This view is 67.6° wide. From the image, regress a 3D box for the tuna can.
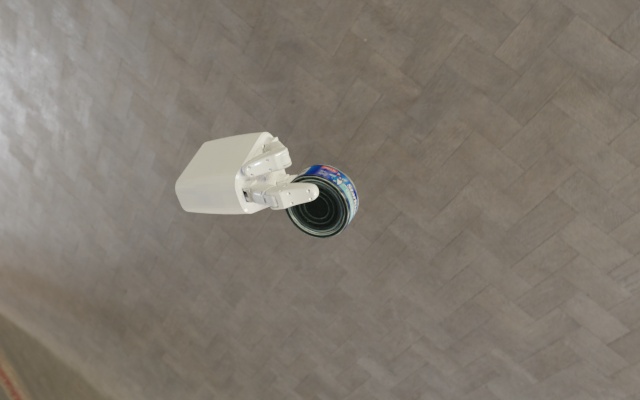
[{"bbox_3d":[0.000,0.002,0.570,0.086,0.086,0.033,0,26,24],"label":"tuna can"}]
